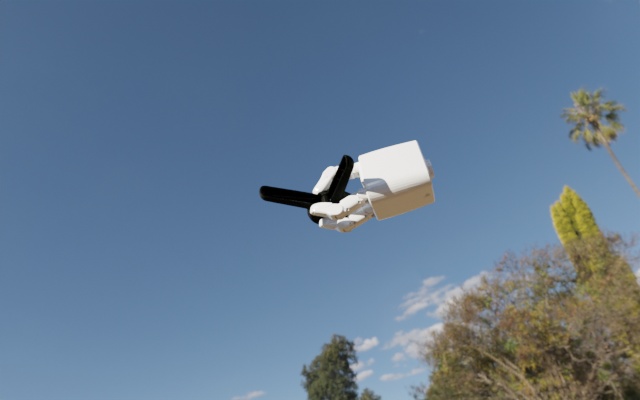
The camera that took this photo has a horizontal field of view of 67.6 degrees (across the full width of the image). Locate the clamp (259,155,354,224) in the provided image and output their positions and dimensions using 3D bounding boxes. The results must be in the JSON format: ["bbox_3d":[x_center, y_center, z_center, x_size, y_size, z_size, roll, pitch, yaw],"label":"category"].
[{"bbox_3d":[0.000,0.002,0.835,0.164,0.036,0.210,-15,-31,11],"label":"clamp"}]
